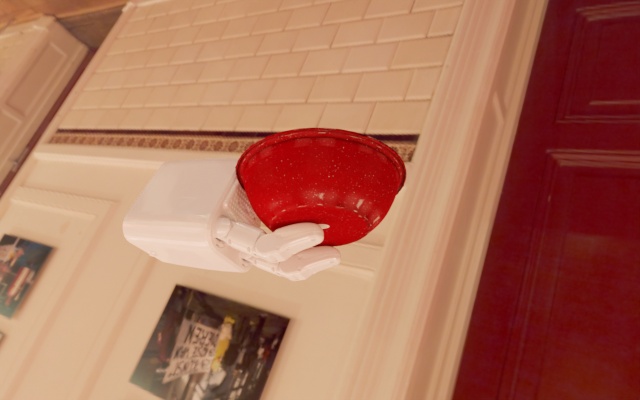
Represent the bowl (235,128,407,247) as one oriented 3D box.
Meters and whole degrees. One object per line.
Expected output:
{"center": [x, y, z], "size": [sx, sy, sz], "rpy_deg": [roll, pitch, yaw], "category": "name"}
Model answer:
{"center": [0.001, 0.002, 0.442], "size": [0.162, 0.055, 0.162], "rpy_deg": [1, -28, 0], "category": "bowl"}
